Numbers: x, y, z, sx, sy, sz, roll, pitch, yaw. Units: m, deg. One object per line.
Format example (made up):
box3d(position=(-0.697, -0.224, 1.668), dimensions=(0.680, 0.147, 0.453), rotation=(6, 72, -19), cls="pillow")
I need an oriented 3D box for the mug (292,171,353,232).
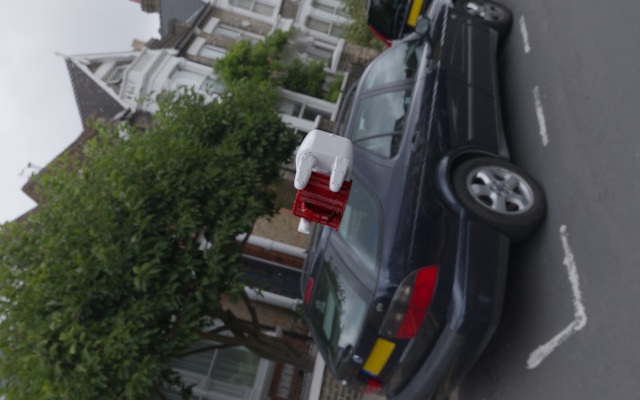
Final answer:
box3d(position=(0.000, 0.003, 0.791), dimensions=(0.081, 0.093, 0.117), rotation=(17, 30, 0), cls="mug")
